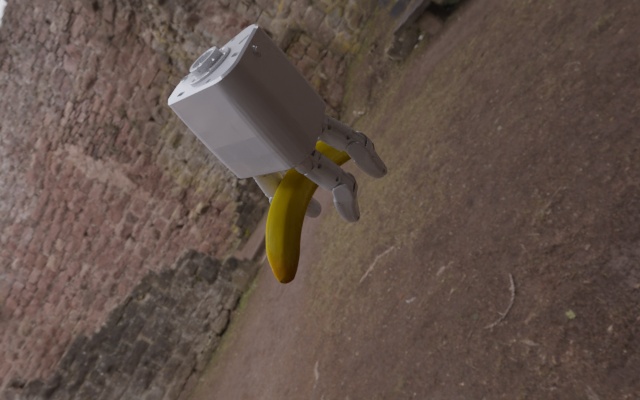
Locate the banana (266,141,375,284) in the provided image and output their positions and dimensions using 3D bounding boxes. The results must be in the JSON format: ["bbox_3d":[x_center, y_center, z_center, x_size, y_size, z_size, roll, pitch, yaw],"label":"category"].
[{"bbox_3d":[-0.014,-0.005,0.503,0.069,0.197,0.037,16,-32,27],"label":"banana"}]
